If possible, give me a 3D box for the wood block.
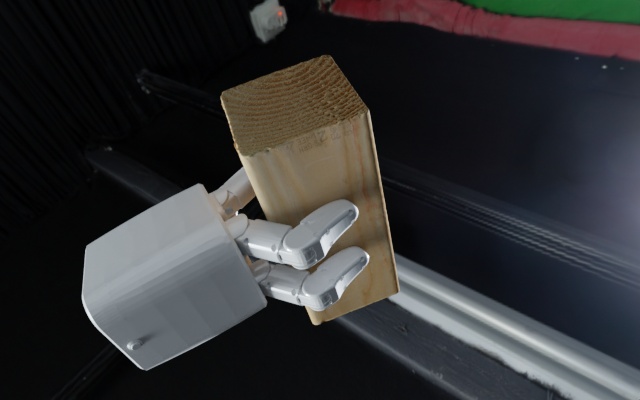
[{"bbox_3d":[0.000,0.001,0.400,0.090,0.206,0.090,-21,45,-4],"label":"wood block"}]
